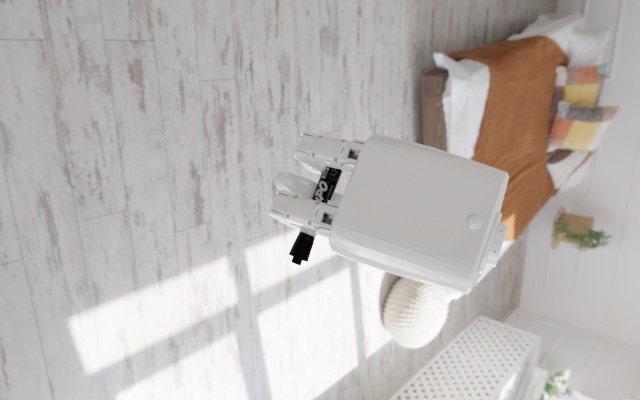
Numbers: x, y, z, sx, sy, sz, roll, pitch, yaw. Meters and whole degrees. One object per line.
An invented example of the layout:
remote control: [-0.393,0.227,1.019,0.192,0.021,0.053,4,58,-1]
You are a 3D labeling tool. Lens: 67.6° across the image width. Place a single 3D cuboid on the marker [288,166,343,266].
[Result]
marker: [0.000,0.001,0.436,0.020,0.121,0.020,21,-9,4]
